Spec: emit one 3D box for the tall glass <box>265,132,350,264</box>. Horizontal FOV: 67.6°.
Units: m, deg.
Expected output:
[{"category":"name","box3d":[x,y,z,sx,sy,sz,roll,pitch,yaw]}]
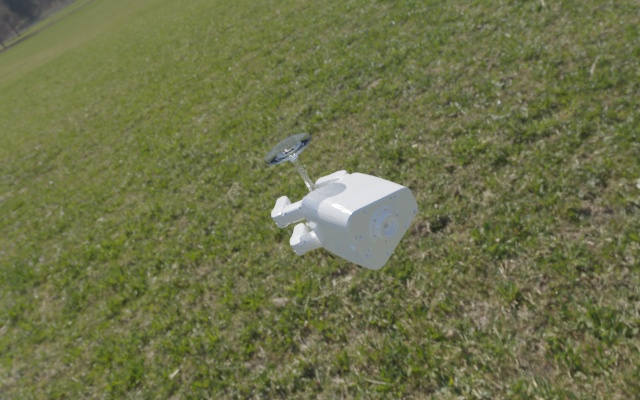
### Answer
[{"category":"tall glass","box3d":[0.000,0.002,0.709,0.079,0.201,0.079,-24,29,14]}]
